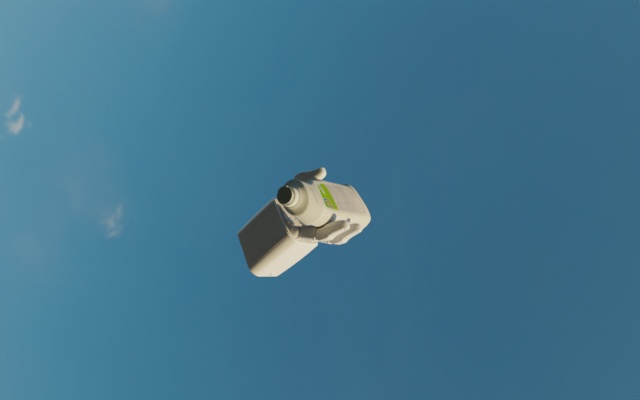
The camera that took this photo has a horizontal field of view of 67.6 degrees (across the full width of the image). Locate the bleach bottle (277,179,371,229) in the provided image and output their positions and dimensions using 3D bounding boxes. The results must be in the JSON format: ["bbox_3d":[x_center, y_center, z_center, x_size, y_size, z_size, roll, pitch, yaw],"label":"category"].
[{"bbox_3d":[0.000,0.003,0.834,0.068,0.102,0.251,-41,-24,17],"label":"bleach bottle"}]
